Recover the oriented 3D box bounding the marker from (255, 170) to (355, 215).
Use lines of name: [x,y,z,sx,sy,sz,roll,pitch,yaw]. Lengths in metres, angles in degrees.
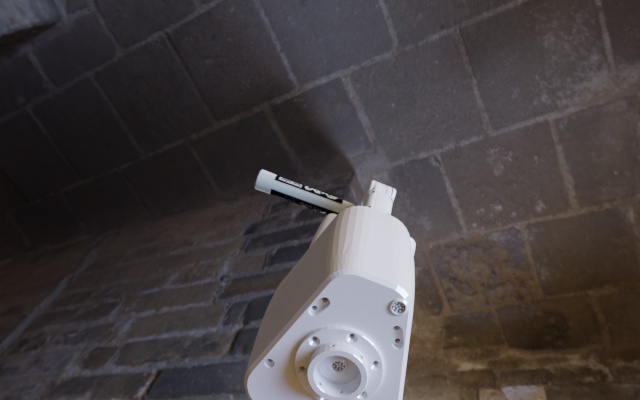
marker: [0.000,0.001,0.431,0.121,0.020,0.020,20,0,1]
